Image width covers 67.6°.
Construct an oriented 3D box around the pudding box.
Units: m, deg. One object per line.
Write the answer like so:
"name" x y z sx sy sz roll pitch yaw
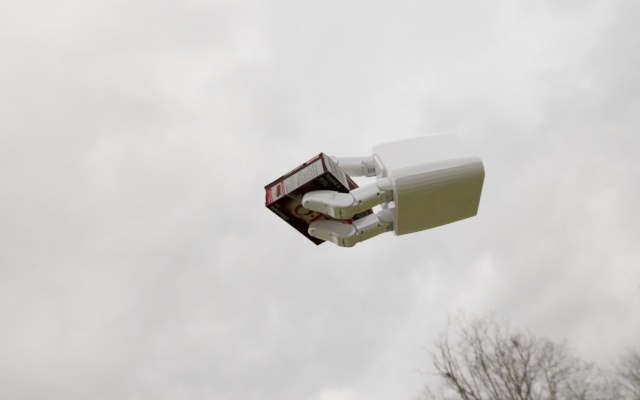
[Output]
"pudding box" 0.000 0.002 0.583 0.090 0.039 0.113 -30 -46 20
